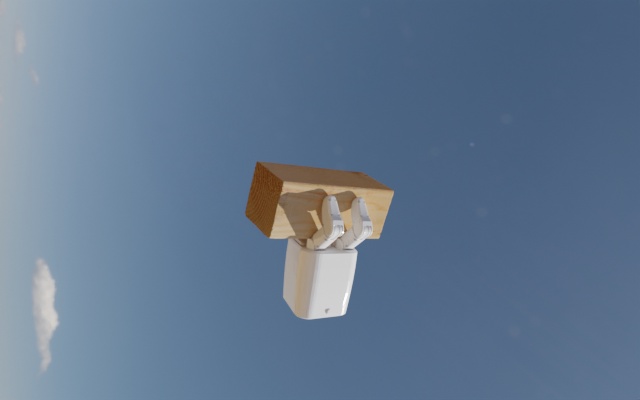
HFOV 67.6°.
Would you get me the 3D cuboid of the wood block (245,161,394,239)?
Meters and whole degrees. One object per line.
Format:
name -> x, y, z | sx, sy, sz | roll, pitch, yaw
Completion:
wood block -> 0.000, 0.003, 0.748 | 0.206, 0.090, 0.090 | 3, 20, -36
